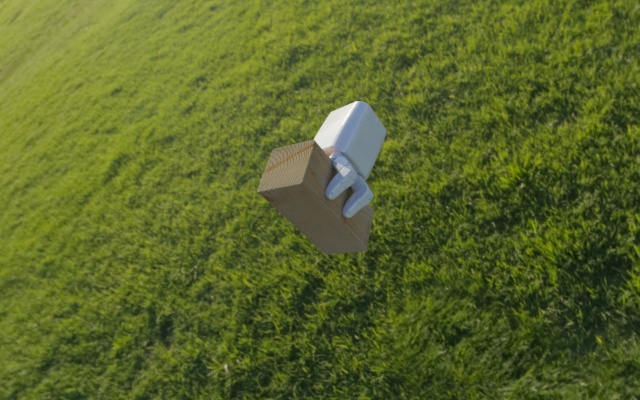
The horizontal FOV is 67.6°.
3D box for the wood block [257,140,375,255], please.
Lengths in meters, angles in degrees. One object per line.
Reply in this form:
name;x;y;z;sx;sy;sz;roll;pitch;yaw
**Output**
wood block;0.000;0.002;0.811;0.091;0.090;0.206;-8;-39;34
